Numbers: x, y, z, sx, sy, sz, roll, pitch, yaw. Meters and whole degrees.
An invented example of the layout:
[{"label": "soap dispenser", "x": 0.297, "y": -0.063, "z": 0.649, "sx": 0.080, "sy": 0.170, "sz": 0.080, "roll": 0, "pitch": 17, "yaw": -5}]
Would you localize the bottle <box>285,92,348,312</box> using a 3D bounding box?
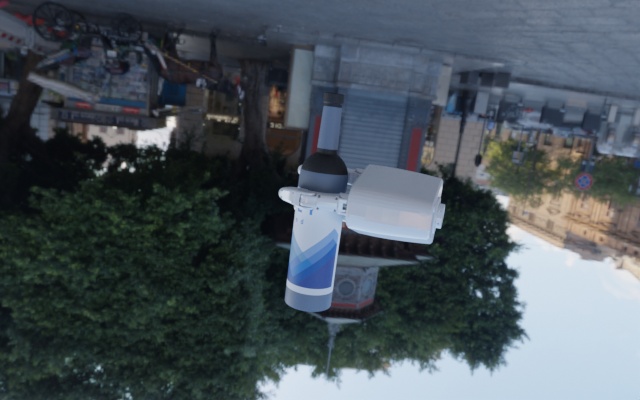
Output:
[{"label": "bottle", "x": 0.000, "y": 0.002, "z": 0.658, "sx": 0.069, "sy": 0.296, "sz": 0.069, "roll": 7, "pitch": 10, "yaw": -1}]
